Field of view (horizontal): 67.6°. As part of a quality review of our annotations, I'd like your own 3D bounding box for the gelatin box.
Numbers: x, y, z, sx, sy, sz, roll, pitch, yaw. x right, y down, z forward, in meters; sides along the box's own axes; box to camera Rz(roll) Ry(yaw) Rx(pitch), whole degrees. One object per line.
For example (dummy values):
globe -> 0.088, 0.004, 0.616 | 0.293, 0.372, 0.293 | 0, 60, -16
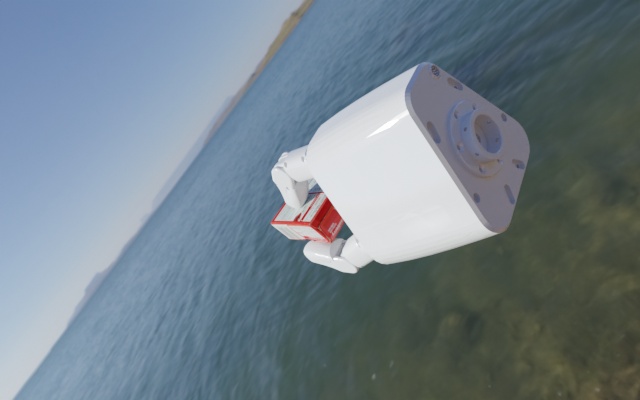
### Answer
gelatin box -> 0.000, 0.001, 0.446 | 0.030, 0.073, 0.089 | 41, -20, -21
